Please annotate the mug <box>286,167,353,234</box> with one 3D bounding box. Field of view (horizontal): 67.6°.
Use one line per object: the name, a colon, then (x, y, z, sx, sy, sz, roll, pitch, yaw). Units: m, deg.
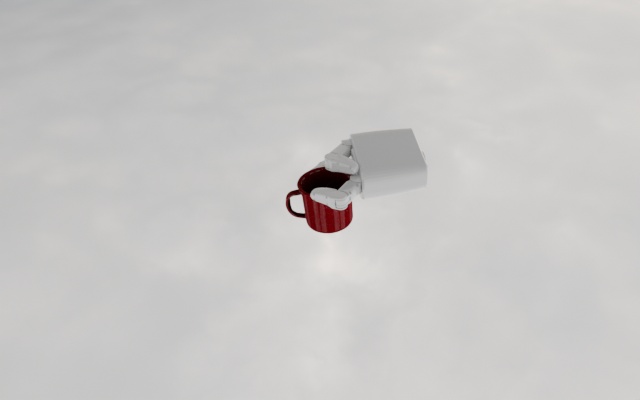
mug: (-0.001, 0.003, 0.799, 0.117, 0.082, 0.093, -8, 35, -1)
